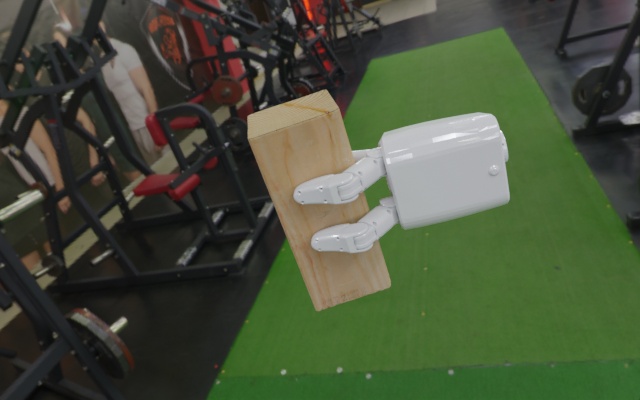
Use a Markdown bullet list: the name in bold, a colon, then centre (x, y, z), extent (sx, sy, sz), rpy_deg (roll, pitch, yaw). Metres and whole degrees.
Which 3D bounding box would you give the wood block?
- **wood block**: centre (0.000, 0.001, 0.510), extent (0.090, 0.206, 0.090), rpy_deg (-19, 25, 1)
